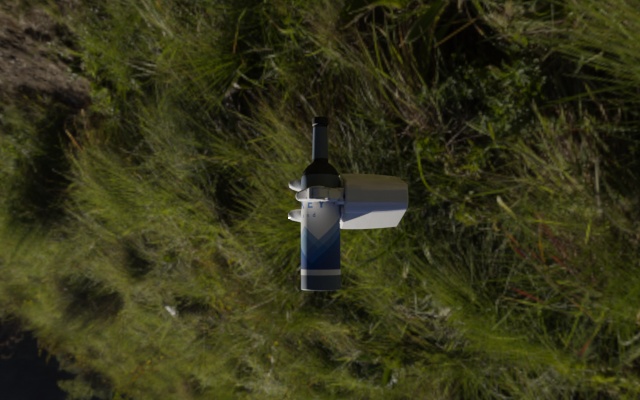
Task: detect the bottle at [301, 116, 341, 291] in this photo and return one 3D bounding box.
[{"bbox_3d":[0.000,0.003,0.817,0.069,0.295,0.069,0,-7,0],"label":"bottle"}]
